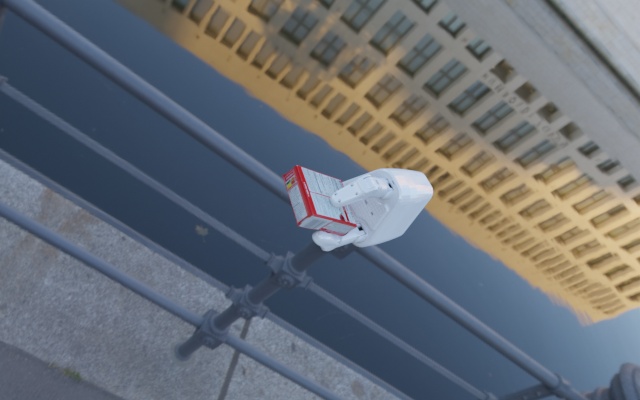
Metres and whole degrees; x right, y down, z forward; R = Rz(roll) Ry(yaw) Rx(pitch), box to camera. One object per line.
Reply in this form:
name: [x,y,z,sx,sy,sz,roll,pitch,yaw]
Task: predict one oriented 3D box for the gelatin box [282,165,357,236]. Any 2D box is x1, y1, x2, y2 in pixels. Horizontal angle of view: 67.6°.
gelatin box: [0.000,0.002,0.595,0.030,0.073,0.089,-36,-33,30]
